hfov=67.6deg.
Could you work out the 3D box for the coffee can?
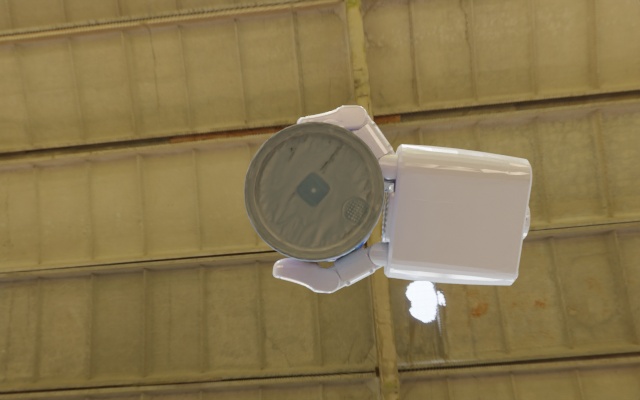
[{"bbox_3d":[0.000,0.001,0.413,0.103,0.103,0.140,0,-7,4],"label":"coffee can"}]
